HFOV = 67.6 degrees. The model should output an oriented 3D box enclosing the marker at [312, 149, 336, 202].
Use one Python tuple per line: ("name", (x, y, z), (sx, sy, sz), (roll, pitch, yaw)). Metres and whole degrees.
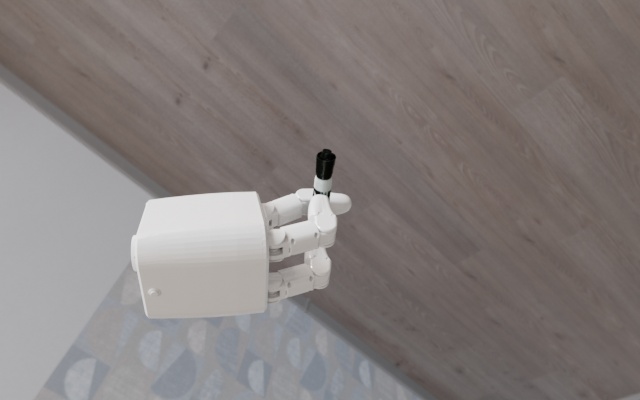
("marker", (0.000, 0.002, 0.482), (0.020, 0.121, 0.020), (4, 37, -3))
